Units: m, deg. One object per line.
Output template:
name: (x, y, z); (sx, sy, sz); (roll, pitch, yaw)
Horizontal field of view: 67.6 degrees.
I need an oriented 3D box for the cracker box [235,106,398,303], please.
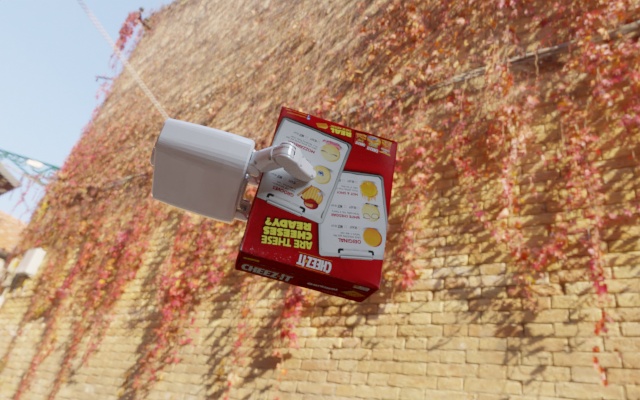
cracker box: (0.000, 0.002, 0.601); (0.164, 0.213, 0.072); (16, -30, -7)
